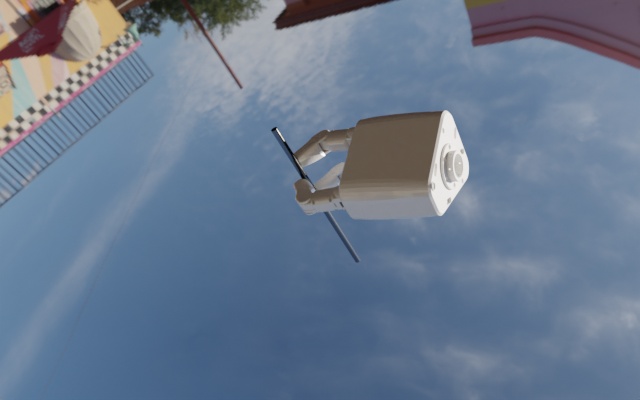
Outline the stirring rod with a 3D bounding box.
[{"bbox_3d":[0.000,0.002,0.616,0.011,0.011,0.240,0,-44,38],"label":"stirring rod"}]
